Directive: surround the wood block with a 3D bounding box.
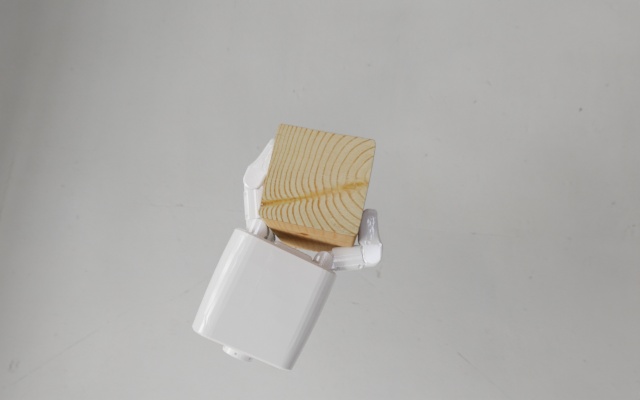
[{"bbox_3d":[0.000,0.002,0.515,0.091,0.090,0.206,11,-11,3],"label":"wood block"}]
